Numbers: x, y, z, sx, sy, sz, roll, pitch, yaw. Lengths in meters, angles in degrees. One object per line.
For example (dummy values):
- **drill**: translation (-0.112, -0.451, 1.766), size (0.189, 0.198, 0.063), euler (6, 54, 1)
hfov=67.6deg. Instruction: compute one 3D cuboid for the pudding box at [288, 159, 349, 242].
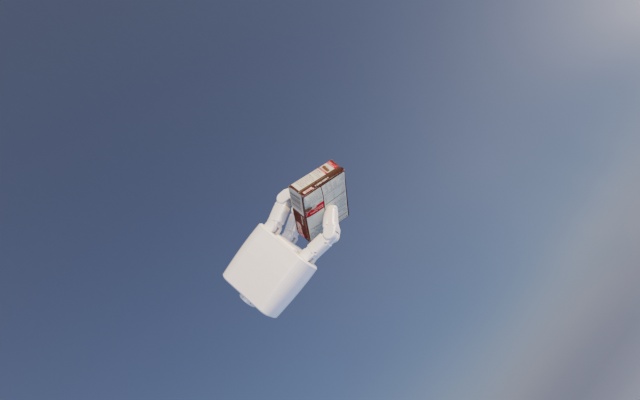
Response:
- **pudding box**: translation (0.000, 0.003, 0.779), size (0.090, 0.114, 0.039), euler (-34, 52, -24)
